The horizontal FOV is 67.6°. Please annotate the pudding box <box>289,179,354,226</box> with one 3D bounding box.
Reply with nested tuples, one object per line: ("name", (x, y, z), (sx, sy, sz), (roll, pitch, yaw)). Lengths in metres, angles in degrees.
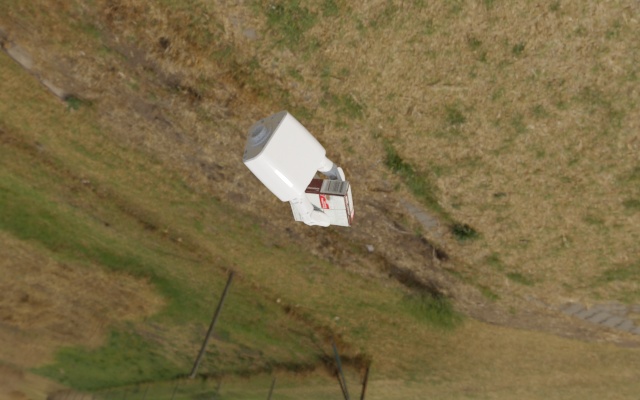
("pudding box", (0.000, 0.003, 0.869), (0.113, 0.039, 0.090), (7, -38, 16))
